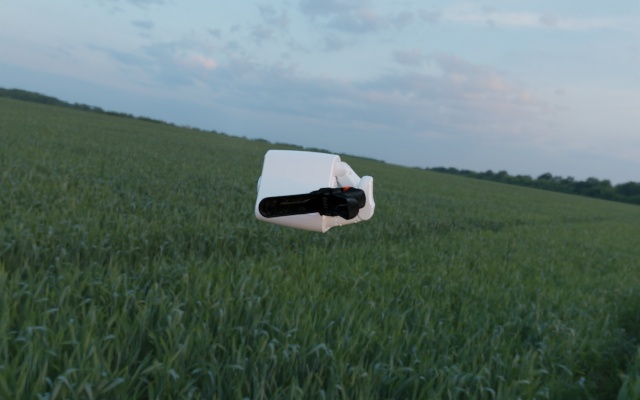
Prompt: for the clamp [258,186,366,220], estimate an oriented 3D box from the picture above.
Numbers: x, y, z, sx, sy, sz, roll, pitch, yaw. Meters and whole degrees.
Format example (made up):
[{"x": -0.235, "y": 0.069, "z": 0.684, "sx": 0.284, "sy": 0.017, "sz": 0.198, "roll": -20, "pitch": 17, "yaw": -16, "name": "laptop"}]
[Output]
[{"x": 0.000, "y": 0.001, "z": 0.601, "sx": 0.120, "sy": 0.039, "sz": 0.171, "roll": 6, "pitch": 5, "yaw": 13, "name": "clamp"}]
